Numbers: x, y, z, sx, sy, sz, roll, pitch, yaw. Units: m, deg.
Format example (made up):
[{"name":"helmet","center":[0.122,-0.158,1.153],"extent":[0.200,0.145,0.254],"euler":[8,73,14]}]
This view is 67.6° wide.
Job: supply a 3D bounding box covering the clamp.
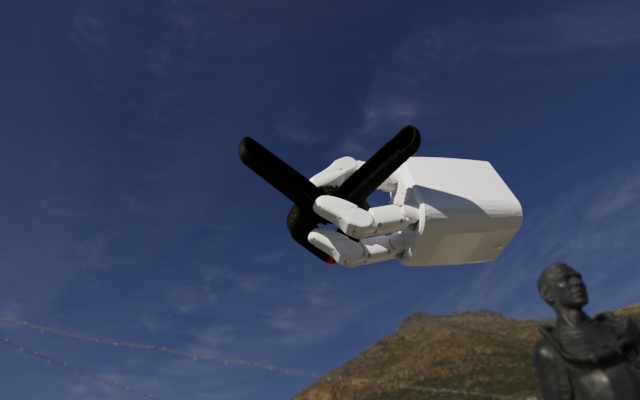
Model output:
[{"name":"clamp","center":[0.000,0.001,0.498],"extent":[0.164,0.036,0.210],"euler":[1,-38,-7]}]
